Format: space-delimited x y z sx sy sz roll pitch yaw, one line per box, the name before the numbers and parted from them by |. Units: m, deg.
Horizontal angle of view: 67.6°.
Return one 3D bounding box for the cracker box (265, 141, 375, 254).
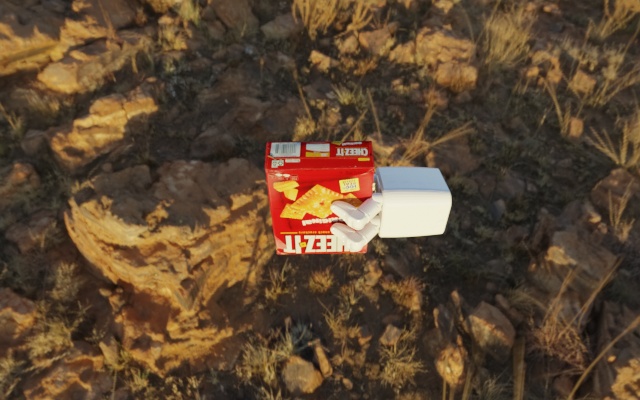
cracker box | 0.000 0.002 0.788 0.164 0.072 0.214 -1 -43 1
